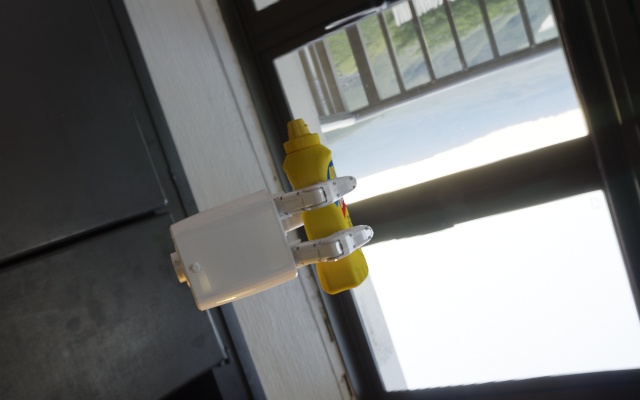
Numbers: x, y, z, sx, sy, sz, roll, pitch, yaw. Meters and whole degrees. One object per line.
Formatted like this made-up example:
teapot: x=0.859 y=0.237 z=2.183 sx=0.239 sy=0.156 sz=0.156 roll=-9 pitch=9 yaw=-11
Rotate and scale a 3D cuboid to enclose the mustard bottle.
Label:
mustard bottle: x=0.000 y=0.002 z=0.540 sx=0.058 sy=0.191 sz=0.096 roll=-17 pitch=5 yaw=9
